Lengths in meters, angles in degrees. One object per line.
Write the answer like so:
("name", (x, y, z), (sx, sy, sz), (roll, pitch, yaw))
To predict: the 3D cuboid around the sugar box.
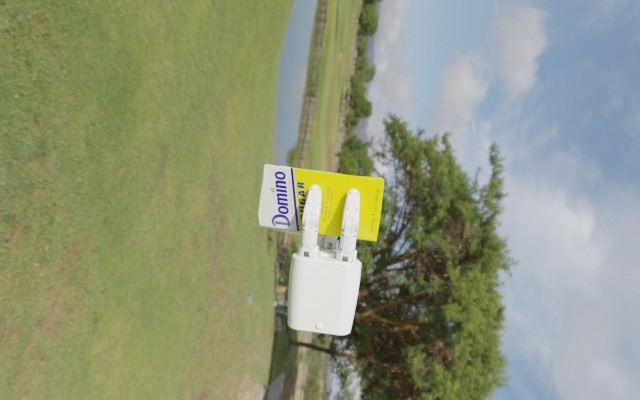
("sugar box", (0.000, 0.002, 0.702), (0.176, 0.093, 0.048), (6, 4, 3))
